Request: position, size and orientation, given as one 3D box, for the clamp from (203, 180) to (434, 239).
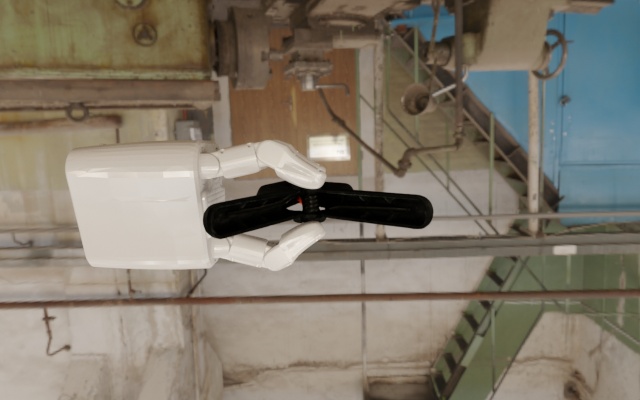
[{"bbox_3d":[0.000,0.002,0.425,0.164,0.036,0.210,0,7,0],"label":"clamp"}]
